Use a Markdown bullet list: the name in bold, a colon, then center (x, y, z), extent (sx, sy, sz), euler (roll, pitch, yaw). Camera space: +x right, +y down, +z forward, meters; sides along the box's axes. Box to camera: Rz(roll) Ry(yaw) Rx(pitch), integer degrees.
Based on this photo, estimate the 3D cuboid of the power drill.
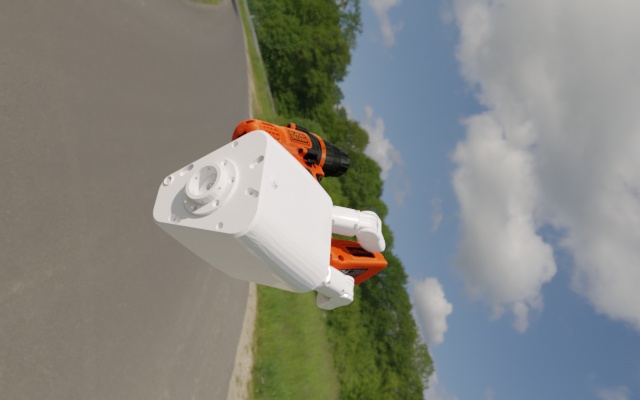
- **power drill**: center (0.000, 0.002, 0.528), extent (0.057, 0.187, 0.184), euler (-40, -27, 29)
